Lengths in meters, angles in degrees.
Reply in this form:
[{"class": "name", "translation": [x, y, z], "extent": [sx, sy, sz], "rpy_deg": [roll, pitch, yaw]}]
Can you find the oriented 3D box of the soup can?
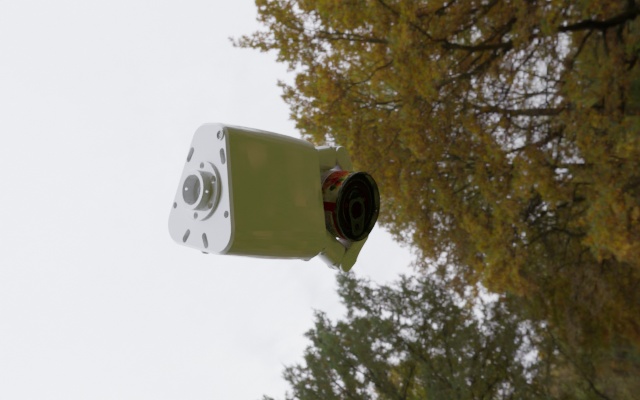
[{"class": "soup can", "translation": [0.000, 0.002, 0.491], "extent": [0.102, 0.068, 0.068], "rpy_deg": [7, 5, 41]}]
